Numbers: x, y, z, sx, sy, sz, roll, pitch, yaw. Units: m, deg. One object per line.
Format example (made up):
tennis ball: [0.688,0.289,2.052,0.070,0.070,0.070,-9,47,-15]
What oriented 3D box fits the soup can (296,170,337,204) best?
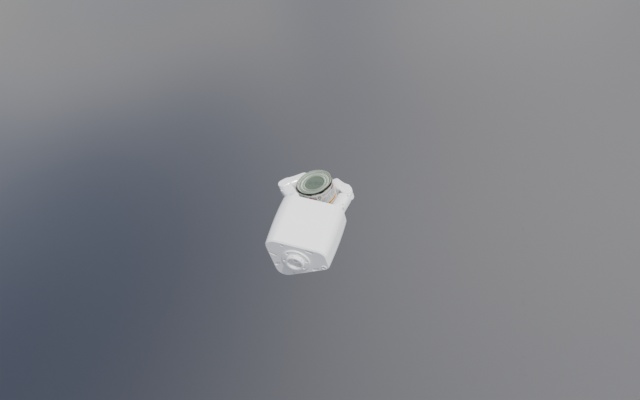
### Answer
soup can: [0.000,0.002,0.879,0.068,0.102,0.068,-10,41,9]
